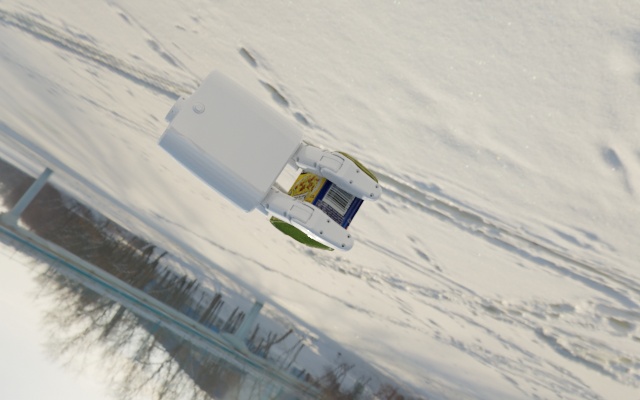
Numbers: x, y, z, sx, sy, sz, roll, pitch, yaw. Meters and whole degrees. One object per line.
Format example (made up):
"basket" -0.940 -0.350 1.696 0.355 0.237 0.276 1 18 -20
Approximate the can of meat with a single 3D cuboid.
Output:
"can of meat" 0.000 0.002 0.497 0.057 0.084 0.102 39 -16 -20
